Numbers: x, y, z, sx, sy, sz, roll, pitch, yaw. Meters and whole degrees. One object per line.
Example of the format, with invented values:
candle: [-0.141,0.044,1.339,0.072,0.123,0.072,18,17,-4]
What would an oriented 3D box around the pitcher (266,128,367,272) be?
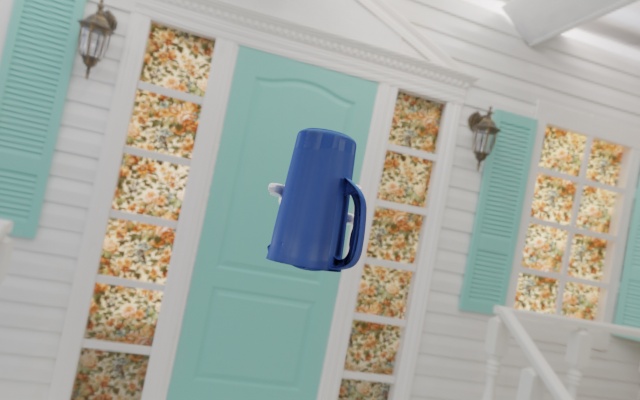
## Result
pitcher: [0.000,0.003,0.840,0.149,0.243,0.145,11,-4,-8]
